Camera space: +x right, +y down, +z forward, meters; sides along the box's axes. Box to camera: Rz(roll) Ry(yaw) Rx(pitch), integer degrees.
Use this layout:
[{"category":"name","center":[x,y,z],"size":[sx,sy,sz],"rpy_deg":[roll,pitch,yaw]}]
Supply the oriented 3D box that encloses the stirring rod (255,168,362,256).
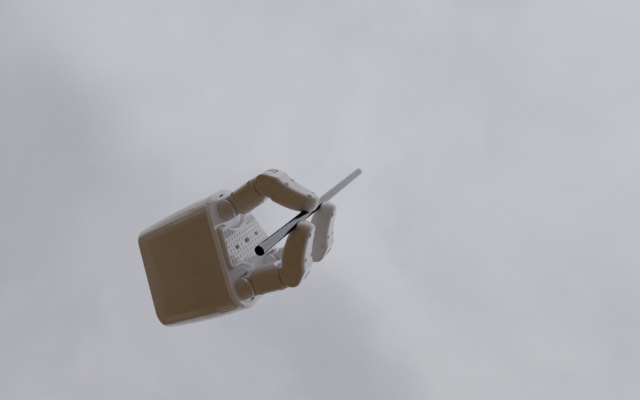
[{"category":"stirring rod","center":[0.000,0.001,0.452],"size":[0.011,0.011,0.239],"rpy_deg":[0,17,23]}]
